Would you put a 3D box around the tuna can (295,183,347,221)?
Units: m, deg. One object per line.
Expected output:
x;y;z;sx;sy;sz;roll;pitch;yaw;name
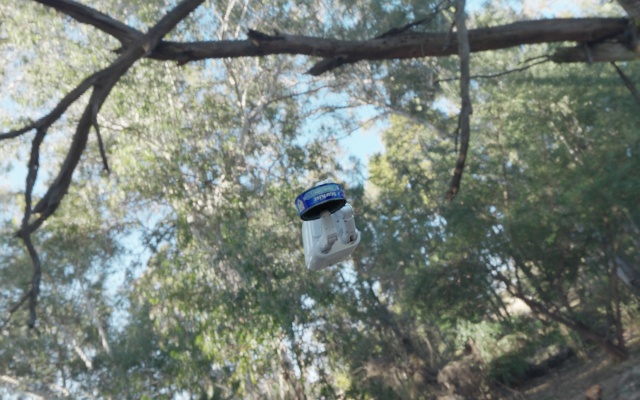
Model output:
0.000;0.002;0.825;0.086;0.033;0.086;-19;-17;-6;tuna can
